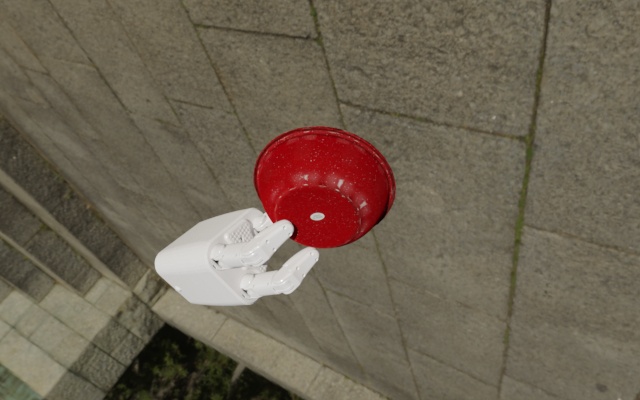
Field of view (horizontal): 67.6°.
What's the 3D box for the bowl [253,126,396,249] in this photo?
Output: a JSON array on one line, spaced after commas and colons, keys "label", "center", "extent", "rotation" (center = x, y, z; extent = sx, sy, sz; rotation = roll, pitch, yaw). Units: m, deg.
[{"label": "bowl", "center": [0.001, 0.001, 0.519], "extent": [0.162, 0.162, 0.055], "rotation": [0, 41, 10]}]
